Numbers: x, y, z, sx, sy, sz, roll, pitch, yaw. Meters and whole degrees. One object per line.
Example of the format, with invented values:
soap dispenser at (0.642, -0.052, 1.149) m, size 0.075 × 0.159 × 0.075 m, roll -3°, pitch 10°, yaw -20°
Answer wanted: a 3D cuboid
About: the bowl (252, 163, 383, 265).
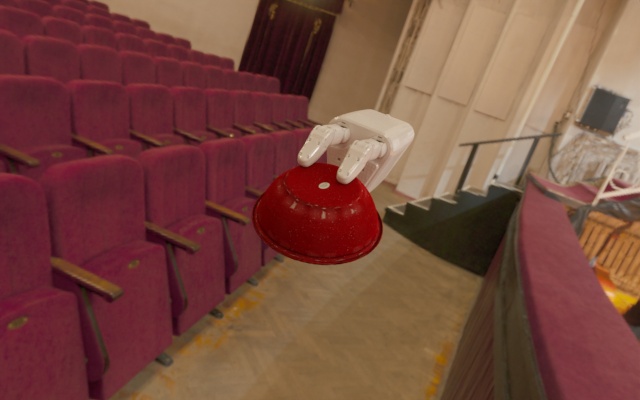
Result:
bowl at (0.000, 0.002, 0.568) m, size 0.162 × 0.055 × 0.162 m, roll 6°, pitch 37°, yaw -4°
